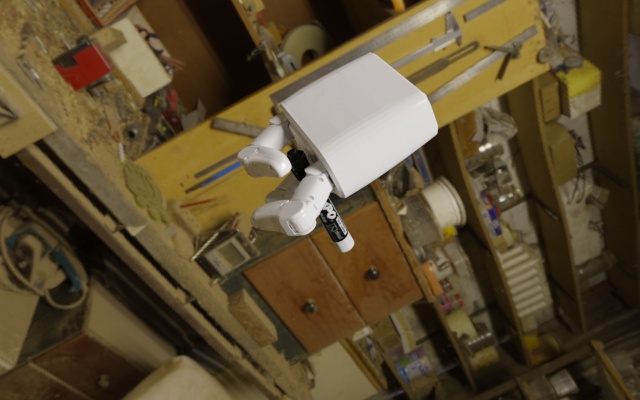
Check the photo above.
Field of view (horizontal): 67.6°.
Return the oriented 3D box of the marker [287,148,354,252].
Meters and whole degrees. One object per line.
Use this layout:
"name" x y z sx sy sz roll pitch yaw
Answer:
"marker" 0.000 0.001 0.440 0.020 0.121 0.020 -20 35 15
